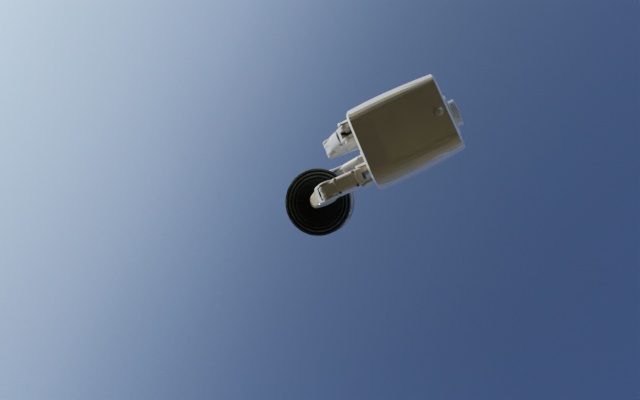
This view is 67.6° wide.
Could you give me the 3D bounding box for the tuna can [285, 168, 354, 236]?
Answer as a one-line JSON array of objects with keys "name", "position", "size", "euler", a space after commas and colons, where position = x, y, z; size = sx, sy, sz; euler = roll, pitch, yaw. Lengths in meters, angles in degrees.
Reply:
[{"name": "tuna can", "position": [0.000, 0.002, 0.620], "size": [0.086, 0.086, 0.034], "euler": [0, 1, 14]}]
